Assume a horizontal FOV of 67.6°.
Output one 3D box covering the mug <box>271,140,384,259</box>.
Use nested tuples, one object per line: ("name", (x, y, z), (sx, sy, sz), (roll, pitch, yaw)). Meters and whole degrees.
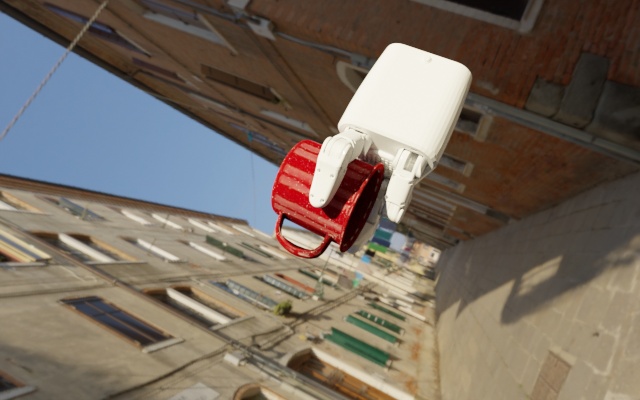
("mug", (-0.001, 0.003, 0.460), (0.081, 0.117, 0.093), (25, -21, 15))
